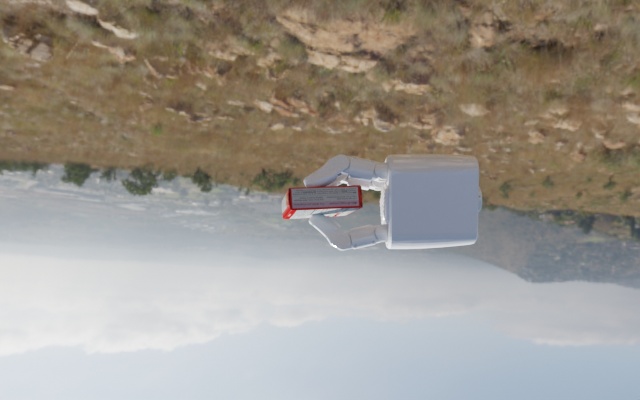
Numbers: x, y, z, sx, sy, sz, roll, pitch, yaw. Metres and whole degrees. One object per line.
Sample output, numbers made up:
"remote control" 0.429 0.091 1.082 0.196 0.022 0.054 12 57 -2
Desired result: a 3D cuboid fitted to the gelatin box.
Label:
"gelatin box" 0.000 0.002 0.589 0.089 0.030 0.073 -3 -9 -12
